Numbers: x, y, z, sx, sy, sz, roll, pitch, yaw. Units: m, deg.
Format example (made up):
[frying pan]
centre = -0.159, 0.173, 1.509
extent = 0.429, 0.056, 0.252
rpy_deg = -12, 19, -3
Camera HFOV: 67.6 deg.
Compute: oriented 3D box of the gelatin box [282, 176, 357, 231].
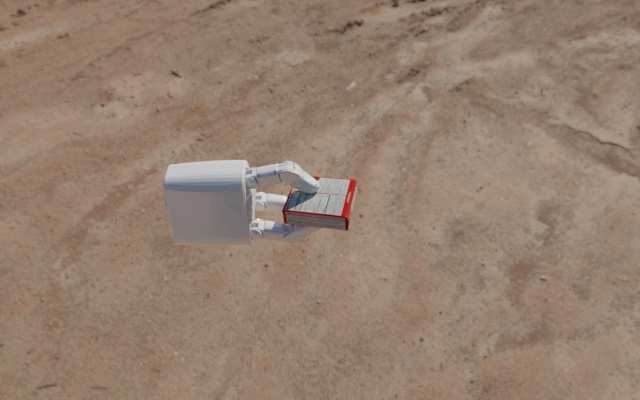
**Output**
[gelatin box]
centre = 0.000, 0.002, 0.648
extent = 0.089, 0.030, 0.073
rpy_deg = 5, 45, 13
